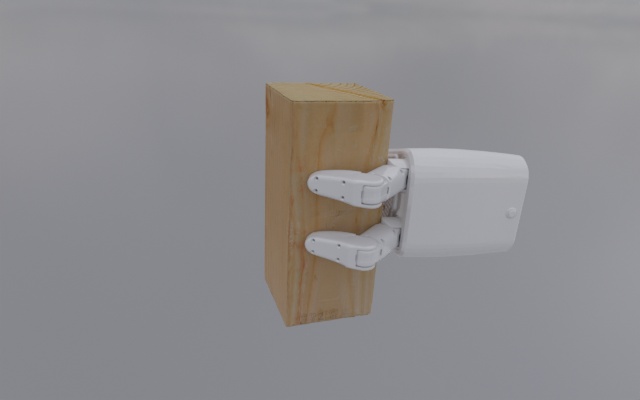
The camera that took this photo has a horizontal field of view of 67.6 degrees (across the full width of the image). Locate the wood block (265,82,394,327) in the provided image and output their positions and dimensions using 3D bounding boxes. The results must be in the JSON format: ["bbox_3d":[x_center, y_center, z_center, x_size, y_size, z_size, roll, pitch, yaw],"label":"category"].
[{"bbox_3d":[0.000,0.001,0.447,0.090,0.206,0.090,-4,23,-18],"label":"wood block"}]
